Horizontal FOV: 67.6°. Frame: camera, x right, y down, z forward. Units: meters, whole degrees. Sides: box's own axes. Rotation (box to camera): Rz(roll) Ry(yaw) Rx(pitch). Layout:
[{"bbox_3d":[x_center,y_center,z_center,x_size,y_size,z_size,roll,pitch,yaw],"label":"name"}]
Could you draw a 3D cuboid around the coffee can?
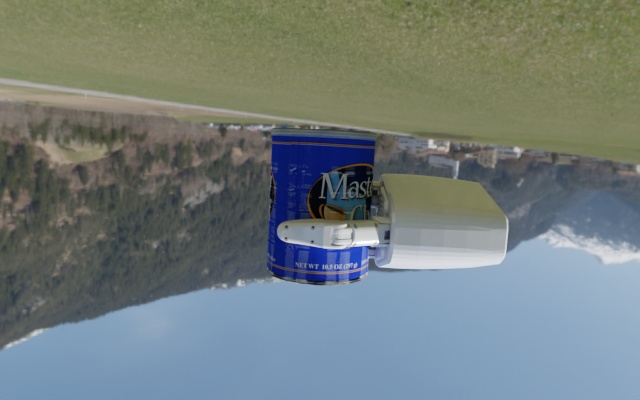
[{"bbox_3d":[0.000,0.001,0.472,0.103,0.140,0.103,3,7,0],"label":"coffee can"}]
